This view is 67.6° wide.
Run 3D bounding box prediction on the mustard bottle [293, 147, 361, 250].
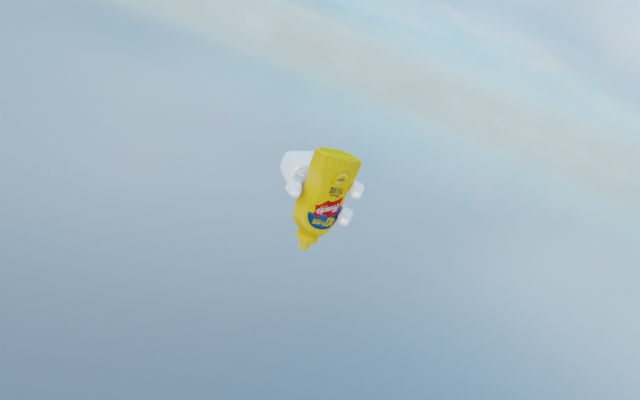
[{"bbox_3d":[0.000,0.003,0.858,0.096,0.192,0.058,4,24,-46],"label":"mustard bottle"}]
